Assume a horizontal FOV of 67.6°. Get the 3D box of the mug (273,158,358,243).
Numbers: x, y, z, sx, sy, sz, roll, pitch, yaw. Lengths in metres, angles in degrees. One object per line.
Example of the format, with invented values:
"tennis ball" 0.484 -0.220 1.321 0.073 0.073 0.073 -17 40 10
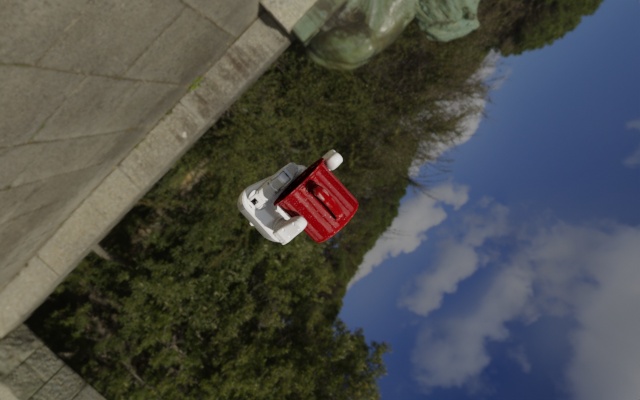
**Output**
"mug" 0.001 0.002 0.639 0.093 0.081 0.117 -45 10 -12
